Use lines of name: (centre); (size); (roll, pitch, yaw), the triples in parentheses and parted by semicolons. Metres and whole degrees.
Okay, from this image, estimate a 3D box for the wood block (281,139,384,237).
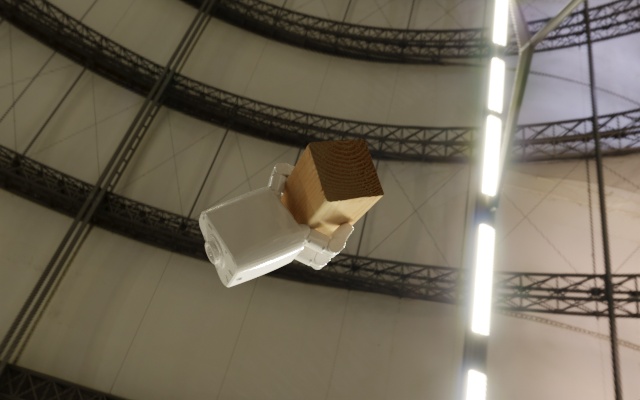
wood block: (0.000, 0.002, 0.716); (0.090, 0.090, 0.206); (-7, -22, -25)
